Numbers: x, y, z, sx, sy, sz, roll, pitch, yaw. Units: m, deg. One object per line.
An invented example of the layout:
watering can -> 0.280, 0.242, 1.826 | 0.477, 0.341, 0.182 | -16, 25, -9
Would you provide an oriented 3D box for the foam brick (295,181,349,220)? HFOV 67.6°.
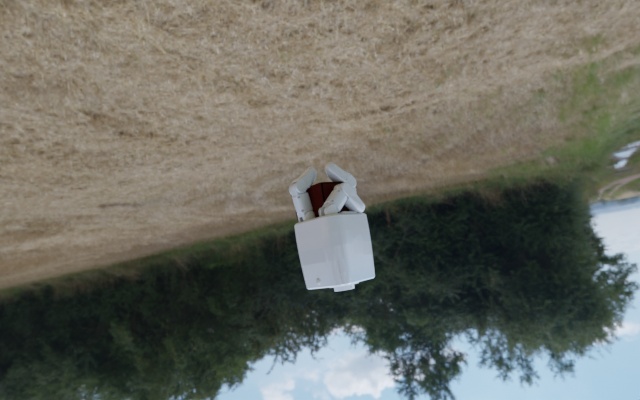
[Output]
foam brick -> 0.000, 0.003, 0.783 | 0.053, 0.051, 0.078 | -4, -9, -39
